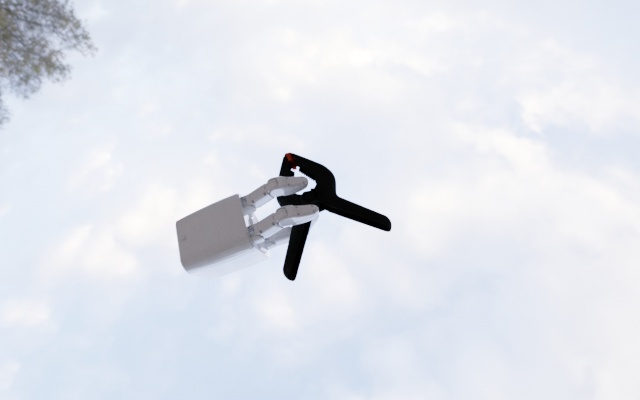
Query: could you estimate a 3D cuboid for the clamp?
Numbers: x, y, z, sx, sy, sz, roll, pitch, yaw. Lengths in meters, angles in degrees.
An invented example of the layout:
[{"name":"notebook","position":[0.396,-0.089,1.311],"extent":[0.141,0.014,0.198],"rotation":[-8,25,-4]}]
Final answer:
[{"name":"clamp","position":[0.000,0.002,0.711],"extent":[0.164,0.209,0.036],"rotation":[-21,-36,0]}]
